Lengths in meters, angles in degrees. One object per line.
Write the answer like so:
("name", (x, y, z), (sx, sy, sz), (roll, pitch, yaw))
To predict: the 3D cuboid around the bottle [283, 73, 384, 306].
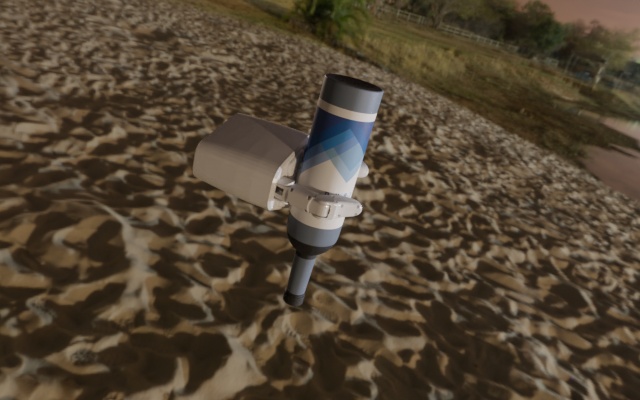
("bottle", (0.000, 0.002, 0.577), (0.069, 0.296, 0.069), (13, 23, -6))
